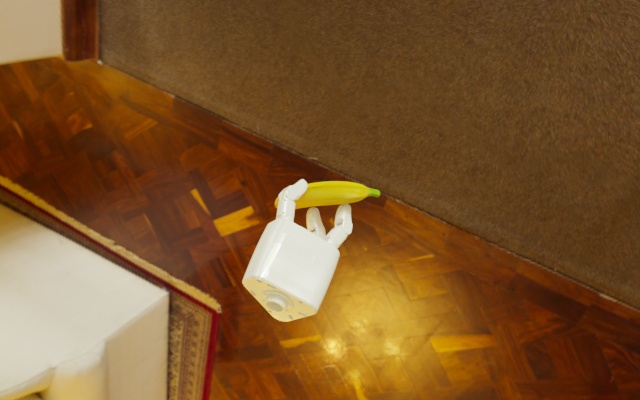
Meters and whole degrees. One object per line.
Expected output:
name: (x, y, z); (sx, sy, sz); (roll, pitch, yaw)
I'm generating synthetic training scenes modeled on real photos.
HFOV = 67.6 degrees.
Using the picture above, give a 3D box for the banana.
banana: (-0.005, -0.005, 0.796); (0.198, 0.037, 0.070); (-5, -24, 26)
